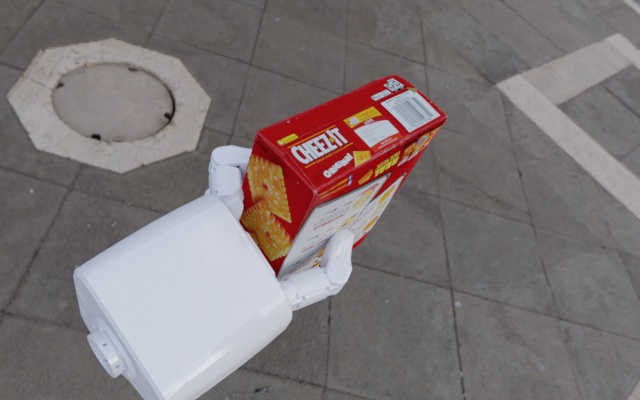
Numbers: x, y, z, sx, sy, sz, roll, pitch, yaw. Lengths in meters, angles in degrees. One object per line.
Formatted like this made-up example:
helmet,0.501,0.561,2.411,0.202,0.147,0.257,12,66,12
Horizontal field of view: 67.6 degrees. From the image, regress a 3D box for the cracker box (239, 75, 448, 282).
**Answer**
cracker box,0.000,0.001,0.441,0.164,0.072,0.214,-31,-20,-36
